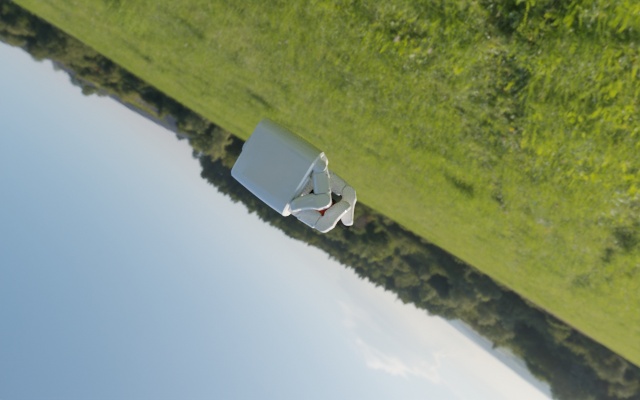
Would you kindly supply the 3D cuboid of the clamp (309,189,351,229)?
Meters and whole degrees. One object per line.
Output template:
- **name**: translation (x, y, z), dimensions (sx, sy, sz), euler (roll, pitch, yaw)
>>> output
- **clamp**: translation (0.000, 0.003, 0.806), dimensions (0.120, 0.039, 0.171), euler (35, -2, 9)
